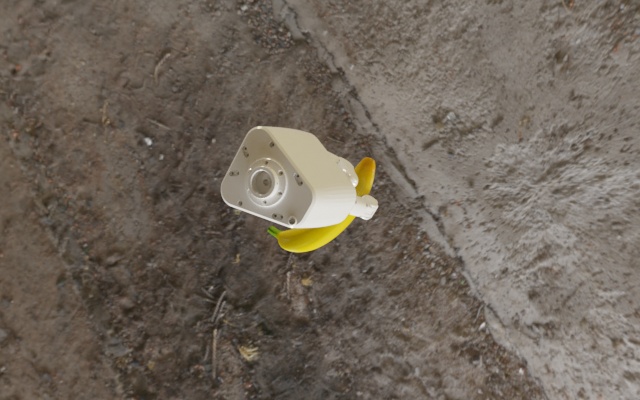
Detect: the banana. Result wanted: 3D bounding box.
[{"bbox_3d":[0.007,0.020,0.665,0.198,0.069,0.037,-35,-12,22],"label":"banana"}]
